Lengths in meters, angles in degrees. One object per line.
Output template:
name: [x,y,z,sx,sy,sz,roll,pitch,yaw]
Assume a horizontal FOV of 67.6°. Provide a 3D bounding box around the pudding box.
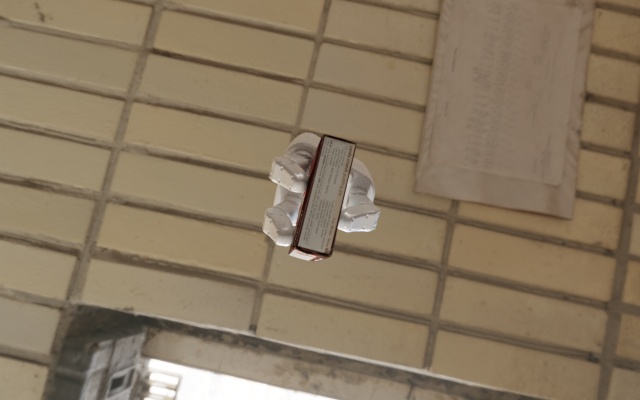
pudding box: [0.000,0.002,0.472,0.039,0.113,0.090,12,-11,-4]
